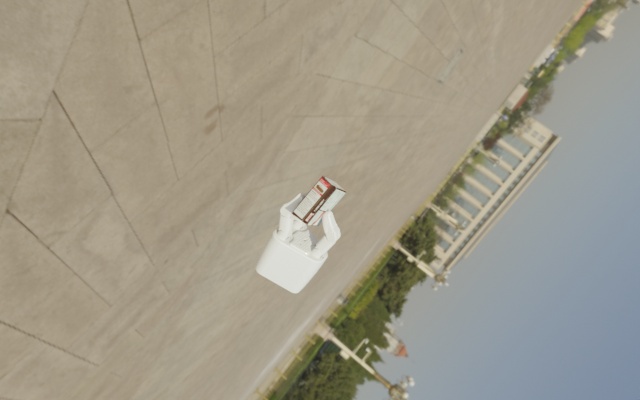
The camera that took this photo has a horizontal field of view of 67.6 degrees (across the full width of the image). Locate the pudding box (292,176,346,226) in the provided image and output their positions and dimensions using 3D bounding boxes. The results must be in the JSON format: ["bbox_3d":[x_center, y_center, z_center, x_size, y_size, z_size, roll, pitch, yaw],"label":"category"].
[{"bbox_3d":[0.000,0.003,0.895,0.039,0.090,0.113,40,5,10],"label":"pudding box"}]
